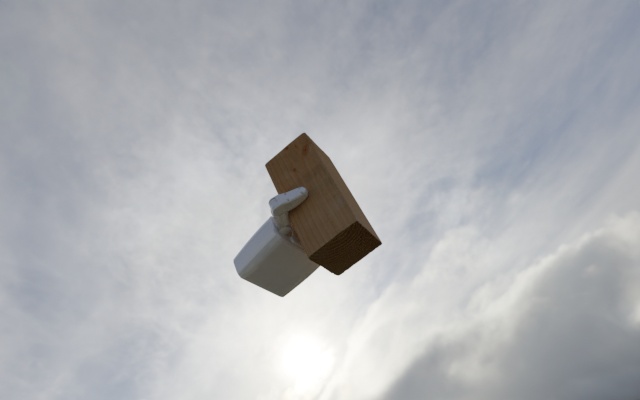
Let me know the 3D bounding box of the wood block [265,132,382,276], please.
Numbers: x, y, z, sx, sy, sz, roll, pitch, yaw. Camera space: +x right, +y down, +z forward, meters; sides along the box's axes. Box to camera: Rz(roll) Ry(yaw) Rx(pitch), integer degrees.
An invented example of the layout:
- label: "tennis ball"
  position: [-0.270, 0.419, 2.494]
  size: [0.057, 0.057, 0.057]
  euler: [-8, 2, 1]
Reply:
- label: "wood block"
  position: [0.000, 0.002, 0.754]
  size: [0.090, 0.206, 0.091]
  euler: [-38, -40, 11]
